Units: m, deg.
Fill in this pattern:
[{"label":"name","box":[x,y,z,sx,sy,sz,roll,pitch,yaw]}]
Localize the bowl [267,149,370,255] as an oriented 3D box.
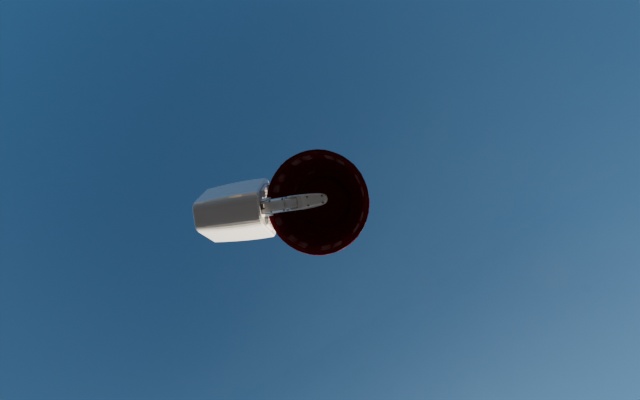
[{"label":"bowl","box":[0.002,0.003,0.750,0.162,0.162,0.055,0,1,14]}]
